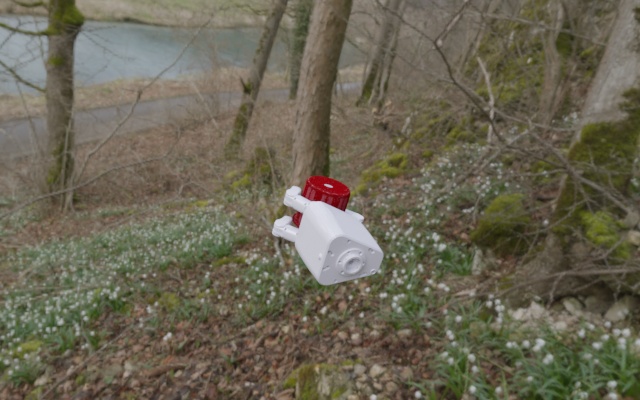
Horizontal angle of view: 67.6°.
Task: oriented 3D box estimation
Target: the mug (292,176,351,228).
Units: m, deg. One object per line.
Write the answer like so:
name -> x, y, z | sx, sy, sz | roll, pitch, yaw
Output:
mug -> 0.000, 0.002, 0.857 | 0.093, 0.081, 0.117 | 6, 24, -26
